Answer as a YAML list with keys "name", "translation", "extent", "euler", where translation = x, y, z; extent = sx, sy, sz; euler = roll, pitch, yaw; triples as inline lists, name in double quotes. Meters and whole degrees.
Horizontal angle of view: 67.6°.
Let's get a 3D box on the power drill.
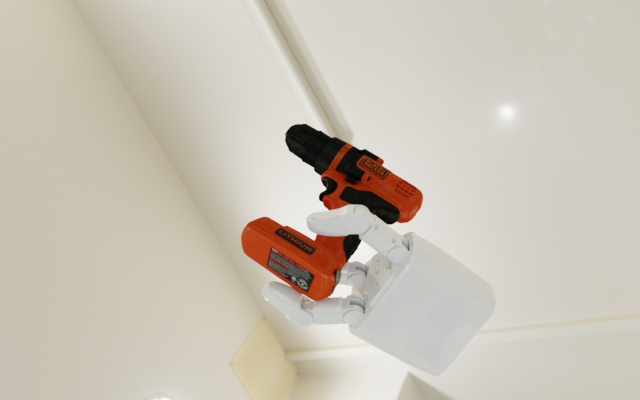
- name: "power drill"
  translation: [0.000, 0.002, 0.521]
  extent: [0.184, 0.057, 0.187]
  euler: [31, 51, 14]
